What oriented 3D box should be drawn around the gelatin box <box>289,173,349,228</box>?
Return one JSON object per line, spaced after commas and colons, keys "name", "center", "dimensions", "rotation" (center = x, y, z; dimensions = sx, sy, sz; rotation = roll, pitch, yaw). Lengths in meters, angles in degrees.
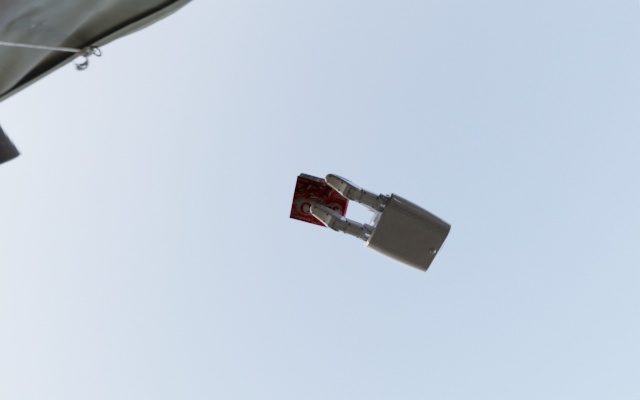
{"name": "gelatin box", "center": [0.000, 0.002, 0.767], "dimensions": [0.089, 0.073, 0.030], "rotation": [15, 18, 9]}
